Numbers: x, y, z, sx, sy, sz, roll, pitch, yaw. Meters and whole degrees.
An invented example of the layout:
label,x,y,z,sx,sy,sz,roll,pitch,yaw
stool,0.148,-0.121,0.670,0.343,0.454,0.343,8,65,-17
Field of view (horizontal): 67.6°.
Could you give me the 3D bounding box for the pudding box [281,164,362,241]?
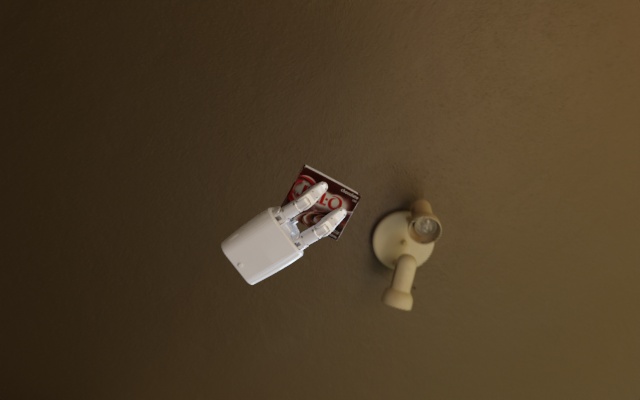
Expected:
label,x,y,z,sx,sy,sz,roll,pitch,yaw
pudding box,0.000,0.003,0.820,0.113,0.090,0.039,26,12,-8
